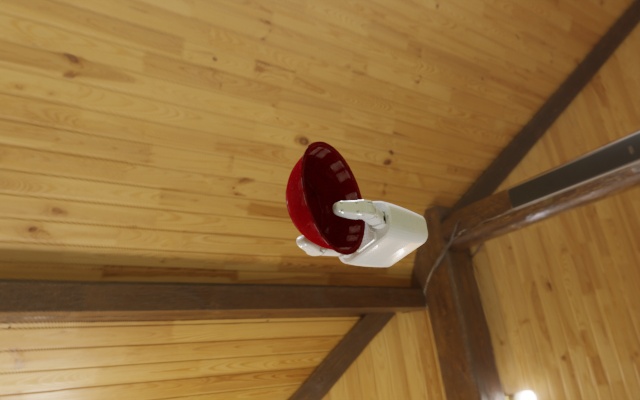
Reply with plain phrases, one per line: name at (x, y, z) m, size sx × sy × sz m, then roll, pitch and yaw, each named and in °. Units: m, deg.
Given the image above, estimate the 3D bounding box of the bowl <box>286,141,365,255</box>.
bowl at (-0.001, 0.002, 0.667) m, size 0.055 × 0.162 × 0.162 m, roll -17°, pitch -9°, yaw 29°
